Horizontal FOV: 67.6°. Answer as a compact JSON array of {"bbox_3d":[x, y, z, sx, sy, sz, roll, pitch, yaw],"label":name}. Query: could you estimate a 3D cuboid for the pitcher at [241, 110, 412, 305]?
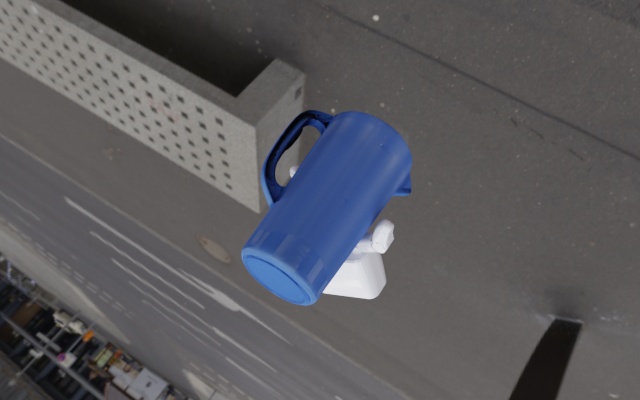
[{"bbox_3d":[0.000,0.002,0.617,0.149,0.242,0.145,15,-34,34],"label":"pitcher"}]
